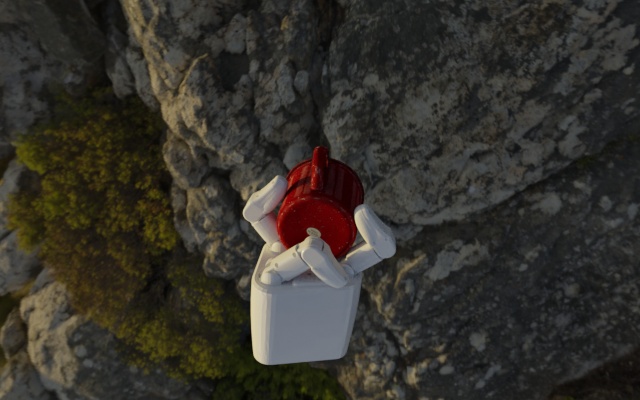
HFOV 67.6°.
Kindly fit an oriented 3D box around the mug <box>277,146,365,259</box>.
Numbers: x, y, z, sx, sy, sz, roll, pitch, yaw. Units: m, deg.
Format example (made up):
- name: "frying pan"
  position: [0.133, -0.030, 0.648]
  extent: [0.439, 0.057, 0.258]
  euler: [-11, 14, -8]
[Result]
- name: "mug"
  position: [0.000, 0.000, 0.501]
  extent: [0.093, 0.117, 0.081]
  euler: [5, 29, 3]
